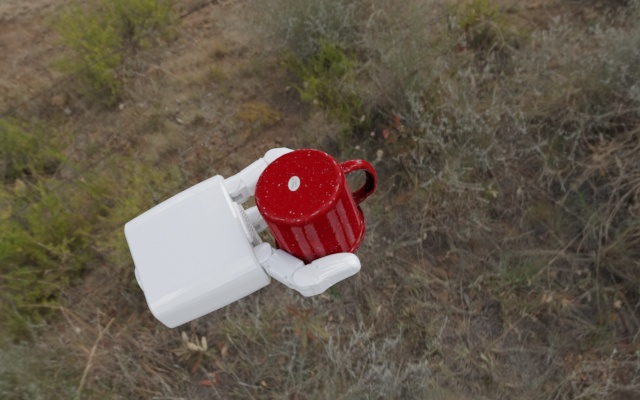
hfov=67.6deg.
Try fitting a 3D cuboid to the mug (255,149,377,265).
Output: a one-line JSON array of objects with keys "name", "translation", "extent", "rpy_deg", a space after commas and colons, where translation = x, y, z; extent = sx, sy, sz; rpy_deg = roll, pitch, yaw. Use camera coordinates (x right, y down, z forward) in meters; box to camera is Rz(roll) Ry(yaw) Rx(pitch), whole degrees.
[{"name": "mug", "translation": [0.001, 0.001, 0.441], "extent": [0.117, 0.093, 0.082], "rpy_deg": [-28, -37, -3]}]
